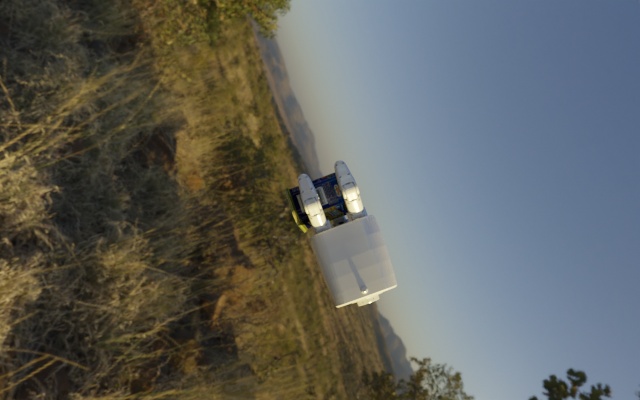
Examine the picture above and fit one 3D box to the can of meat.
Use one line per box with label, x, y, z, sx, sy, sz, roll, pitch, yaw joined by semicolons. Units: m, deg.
can of meat;0.000;0.002;0.720;0.084;0.057;0.102;-20;-15;2
